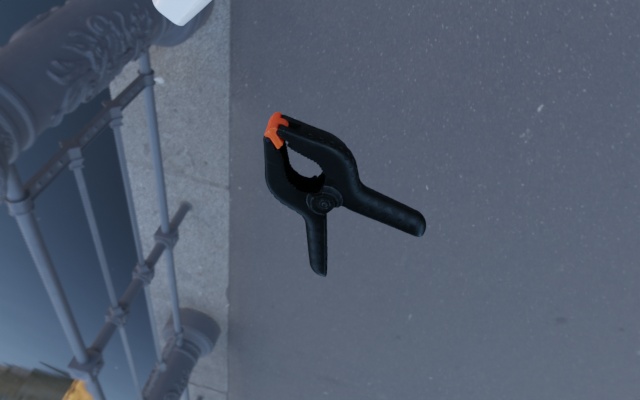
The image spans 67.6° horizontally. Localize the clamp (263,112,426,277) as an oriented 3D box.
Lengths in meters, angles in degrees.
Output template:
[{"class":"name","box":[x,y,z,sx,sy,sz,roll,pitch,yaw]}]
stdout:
[{"class":"clamp","box":[0.000,0.002,0.425,0.120,0.171,0.039,-37,24,20]}]
